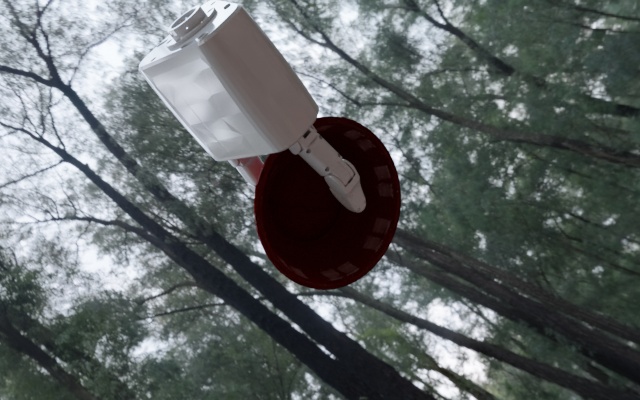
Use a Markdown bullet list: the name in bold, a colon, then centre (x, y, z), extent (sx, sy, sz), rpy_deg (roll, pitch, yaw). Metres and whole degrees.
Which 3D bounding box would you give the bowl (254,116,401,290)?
- **bowl**: centre (0.000, 0.003, 0.466), extent (0.162, 0.162, 0.055), rpy_deg (0, 4, -31)
